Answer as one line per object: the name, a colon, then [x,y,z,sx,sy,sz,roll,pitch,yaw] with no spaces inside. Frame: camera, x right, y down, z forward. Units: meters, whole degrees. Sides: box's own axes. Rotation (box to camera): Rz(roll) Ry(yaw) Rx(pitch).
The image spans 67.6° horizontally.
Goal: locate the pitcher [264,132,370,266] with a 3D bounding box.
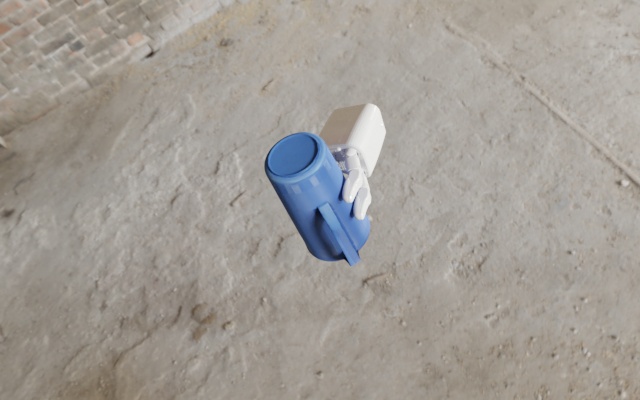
pitcher: [0.000,0.003,0.841,0.149,0.145,0.243,8,-31,28]
